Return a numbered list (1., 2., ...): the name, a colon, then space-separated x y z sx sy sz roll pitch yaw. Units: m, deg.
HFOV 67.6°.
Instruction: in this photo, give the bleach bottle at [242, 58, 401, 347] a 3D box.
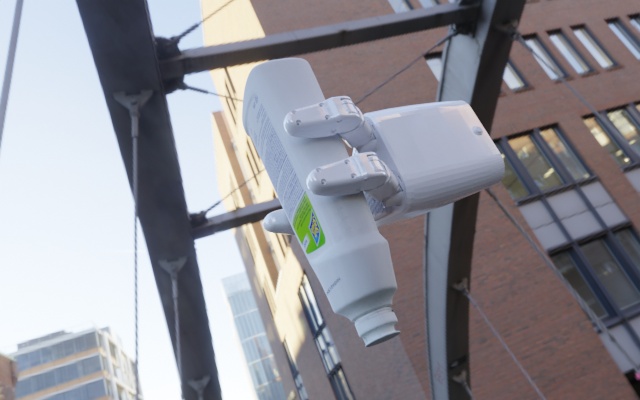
1. bleach bottle: 0.000 0.001 0.408 0.068 0.250 0.103 -14 -26 -18
